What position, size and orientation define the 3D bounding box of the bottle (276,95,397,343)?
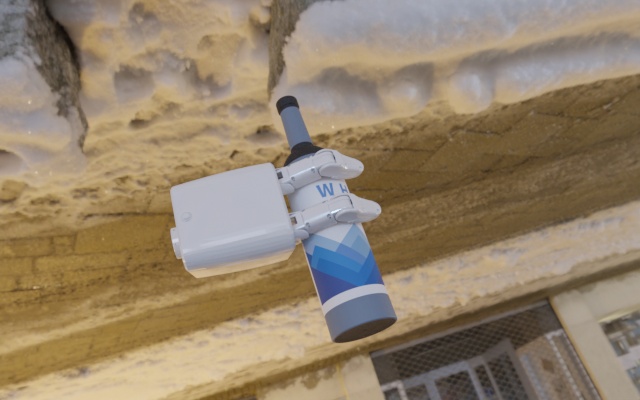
[{"bbox_3d":[0.000,0.002,0.525,0.069,0.295,0.069,-15,-28,-8],"label":"bottle"}]
